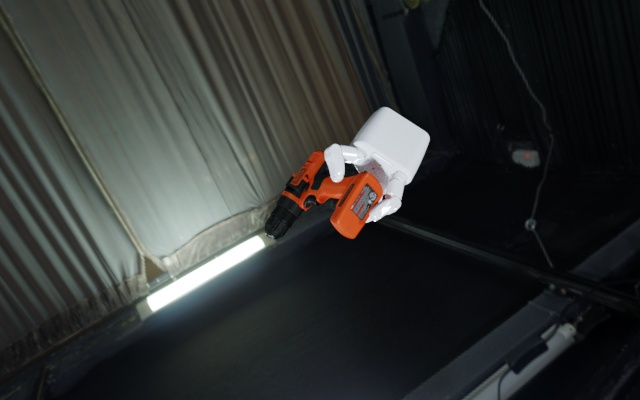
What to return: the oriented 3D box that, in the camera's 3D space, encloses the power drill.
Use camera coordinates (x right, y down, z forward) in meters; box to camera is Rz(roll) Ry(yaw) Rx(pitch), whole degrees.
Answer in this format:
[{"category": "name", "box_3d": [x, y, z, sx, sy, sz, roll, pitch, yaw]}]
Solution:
[{"category": "power drill", "box_3d": [0.001, 0.003, 0.799, 0.187, 0.184, 0.057, 19, -18, 51]}]
